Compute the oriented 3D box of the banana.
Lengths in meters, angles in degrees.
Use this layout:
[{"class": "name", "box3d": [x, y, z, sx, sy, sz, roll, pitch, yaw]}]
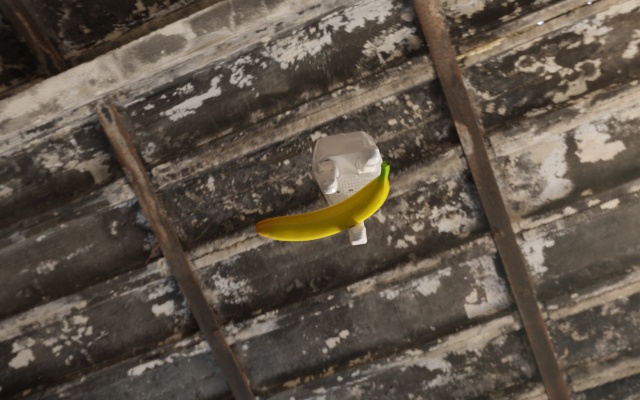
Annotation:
[{"class": "banana", "box3d": [0.012, 0.015, 0.632, 0.198, 0.070, 0.037, -27, 26, 12]}]
